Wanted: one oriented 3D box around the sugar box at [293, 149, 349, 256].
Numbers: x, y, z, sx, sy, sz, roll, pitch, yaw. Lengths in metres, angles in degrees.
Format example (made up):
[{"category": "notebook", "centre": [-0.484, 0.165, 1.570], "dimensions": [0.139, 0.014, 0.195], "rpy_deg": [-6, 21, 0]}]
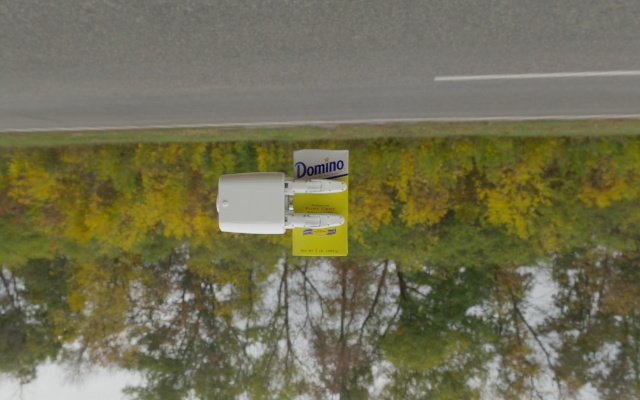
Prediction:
[{"category": "sugar box", "centre": [0.000, 0.003, 0.800], "dimensions": [0.093, 0.176, 0.048], "rpy_deg": [0, 2, 0]}]
